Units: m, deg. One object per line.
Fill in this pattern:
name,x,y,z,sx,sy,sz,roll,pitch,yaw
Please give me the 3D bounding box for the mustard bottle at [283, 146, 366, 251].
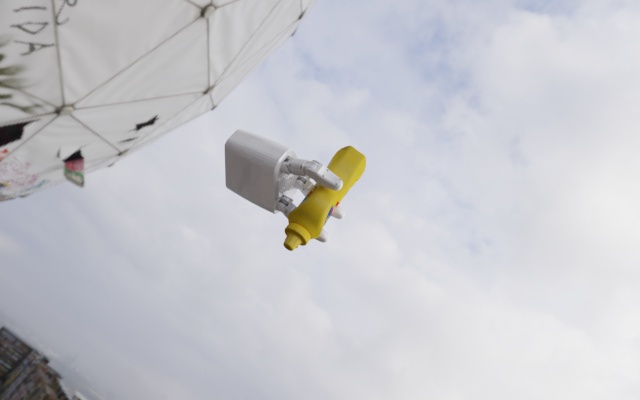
mustard bottle,0.001,0.002,0.758,0.058,0.191,0.096,37,-29,-1
